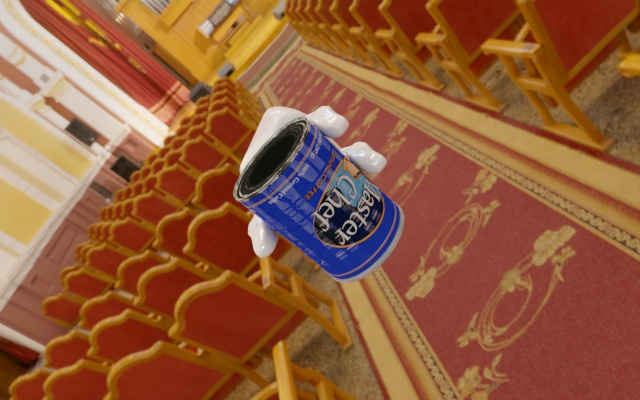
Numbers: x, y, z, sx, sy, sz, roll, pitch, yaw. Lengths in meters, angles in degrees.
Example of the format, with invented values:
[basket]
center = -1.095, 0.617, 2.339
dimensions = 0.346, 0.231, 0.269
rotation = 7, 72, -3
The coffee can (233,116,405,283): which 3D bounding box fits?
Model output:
[coffee can]
center = 0.000, 0.002, 0.476
dimensions = 0.140, 0.102, 0.103
rotation = 41, -19, -24
